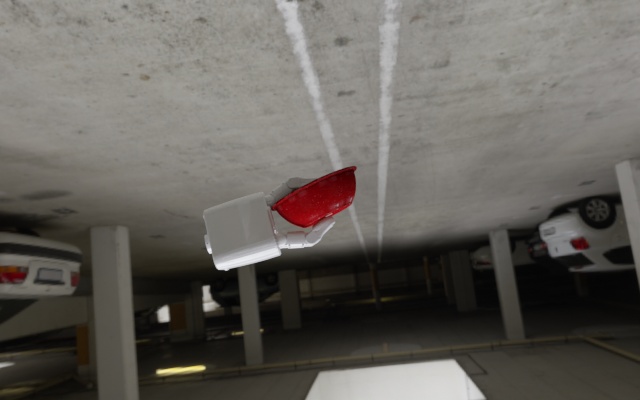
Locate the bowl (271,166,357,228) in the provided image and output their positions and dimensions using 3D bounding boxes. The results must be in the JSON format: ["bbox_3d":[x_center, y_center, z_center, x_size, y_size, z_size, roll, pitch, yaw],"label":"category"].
[{"bbox_3d":[0.002,0.002,0.804,0.162,0.055,0.162,-27,-6,-3],"label":"bowl"}]
